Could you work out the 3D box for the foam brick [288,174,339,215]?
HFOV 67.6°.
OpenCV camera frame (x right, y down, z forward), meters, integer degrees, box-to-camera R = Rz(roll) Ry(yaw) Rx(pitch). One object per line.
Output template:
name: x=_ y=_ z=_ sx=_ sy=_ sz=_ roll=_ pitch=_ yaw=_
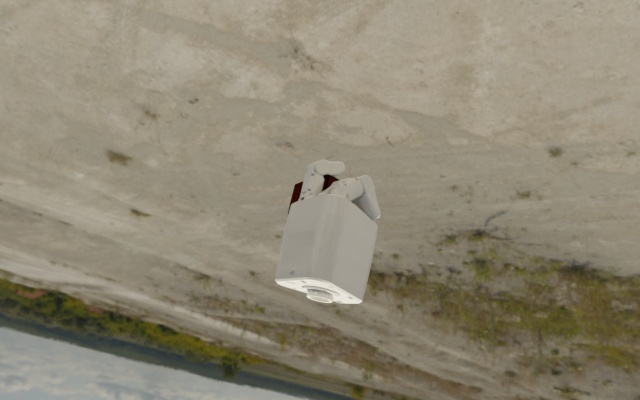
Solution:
foam brick: x=0.000 y=0.002 z=0.673 sx=0.053 sy=0.051 sz=0.078 roll=26 pitch=-25 yaw=-33
